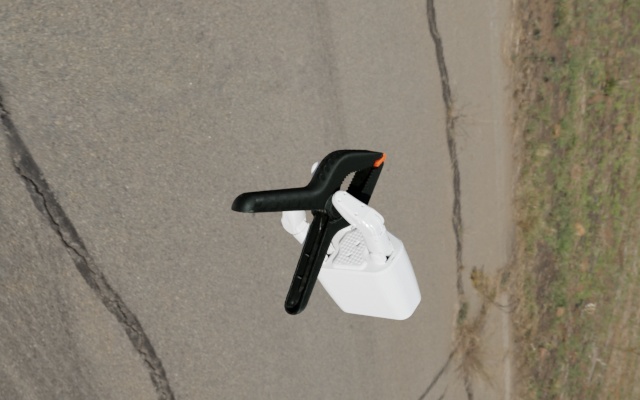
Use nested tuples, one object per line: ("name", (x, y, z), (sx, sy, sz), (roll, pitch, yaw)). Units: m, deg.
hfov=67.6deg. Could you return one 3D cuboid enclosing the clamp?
("clamp", (0.001, 0.002, 0.523), (0.036, 0.210, 0.165), (18, -33, 40))
